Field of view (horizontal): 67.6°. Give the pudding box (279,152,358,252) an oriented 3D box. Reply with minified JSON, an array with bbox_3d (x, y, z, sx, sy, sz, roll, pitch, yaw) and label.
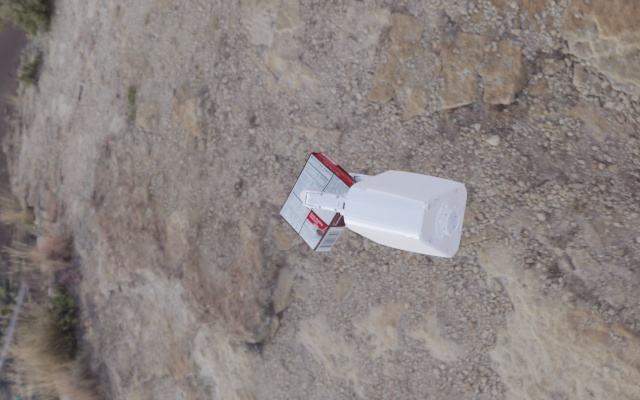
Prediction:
[{"bbox_3d":[0.000,0.002,0.669,0.039,0.113,0.090,3,35,-50],"label":"pudding box"}]
